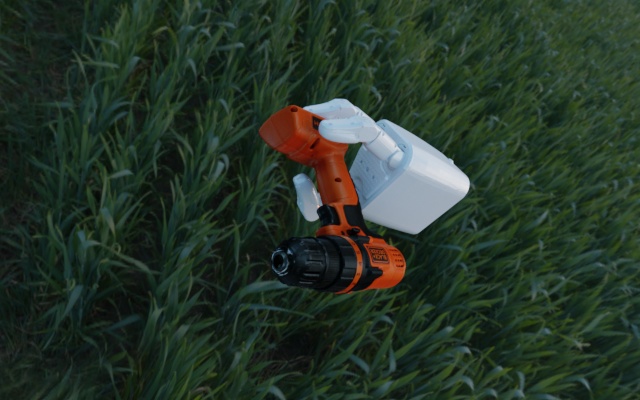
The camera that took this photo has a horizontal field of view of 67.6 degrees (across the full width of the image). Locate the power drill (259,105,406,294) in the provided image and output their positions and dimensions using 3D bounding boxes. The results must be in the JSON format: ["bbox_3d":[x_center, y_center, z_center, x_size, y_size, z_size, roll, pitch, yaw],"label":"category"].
[{"bbox_3d":[0.000,0.001,0.469,0.057,0.187,0.184,-30,-25,27],"label":"power drill"}]
